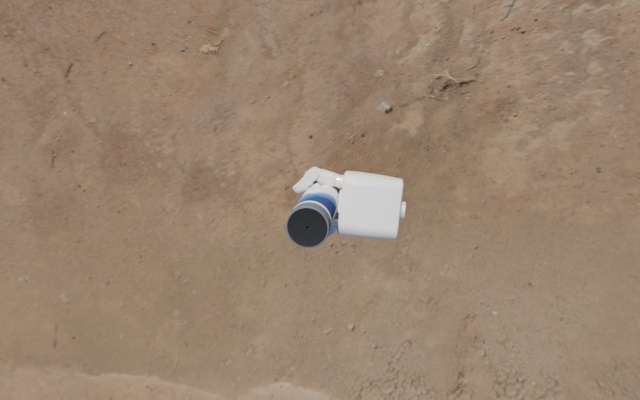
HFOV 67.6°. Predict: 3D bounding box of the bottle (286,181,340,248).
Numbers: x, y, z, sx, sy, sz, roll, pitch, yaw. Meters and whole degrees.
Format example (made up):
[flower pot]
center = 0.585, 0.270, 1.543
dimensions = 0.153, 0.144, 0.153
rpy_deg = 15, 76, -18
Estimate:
[bottle]
center = 0.000, 0.003, 0.861
dimensions = 0.069, 0.069, 0.295
rpy_deg = 0, 15, 8
